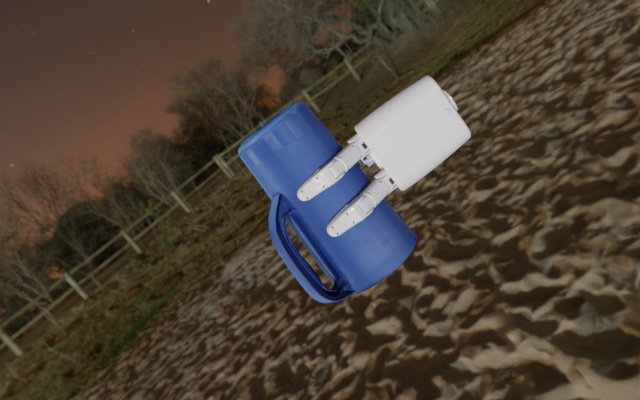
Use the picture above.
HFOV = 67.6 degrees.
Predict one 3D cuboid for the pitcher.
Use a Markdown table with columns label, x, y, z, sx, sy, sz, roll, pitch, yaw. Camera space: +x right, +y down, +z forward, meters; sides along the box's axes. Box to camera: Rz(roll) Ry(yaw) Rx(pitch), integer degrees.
| label | x | y | z | sx | sy | sz | roll | pitch | yaw |
| --- | --- | --- | --- | --- | --- | --- | --- | --- | --- |
| pitcher | 0.000 | 0.002 | 0.622 | 0.145 | 0.243 | 0.149 | -37 | 10 | 10 |
